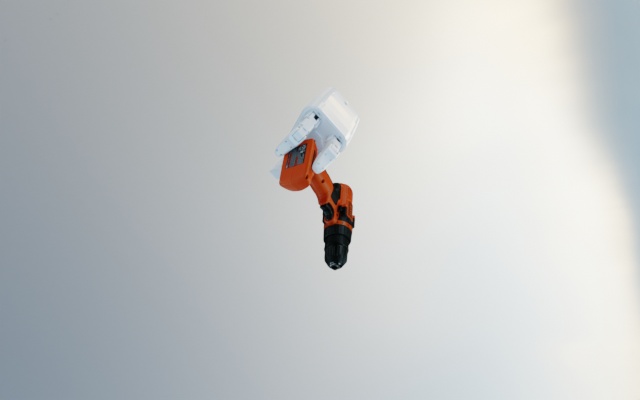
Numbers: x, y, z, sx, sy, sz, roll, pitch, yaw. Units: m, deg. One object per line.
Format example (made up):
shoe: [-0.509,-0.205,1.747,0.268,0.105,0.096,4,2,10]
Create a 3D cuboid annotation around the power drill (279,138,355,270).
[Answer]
power drill: [0.000,0.002,0.817,0.057,0.184,0.188,-16,-47,21]
